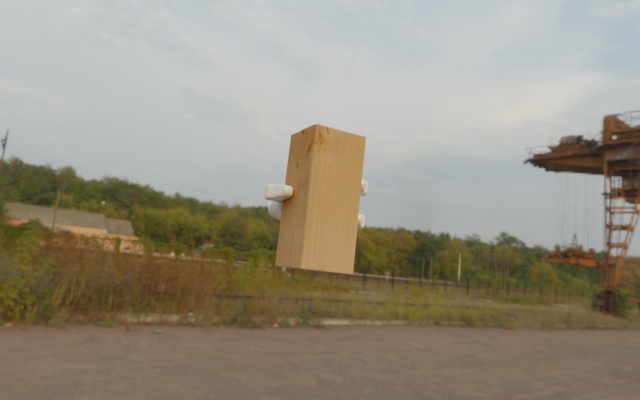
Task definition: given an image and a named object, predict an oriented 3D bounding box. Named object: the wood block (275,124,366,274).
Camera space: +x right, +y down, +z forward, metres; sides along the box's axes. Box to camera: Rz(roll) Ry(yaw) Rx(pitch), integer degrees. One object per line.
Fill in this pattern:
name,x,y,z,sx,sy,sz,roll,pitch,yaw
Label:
wood block,0.000,0.002,0.721,0.091,0.206,0.090,10,-9,-28
